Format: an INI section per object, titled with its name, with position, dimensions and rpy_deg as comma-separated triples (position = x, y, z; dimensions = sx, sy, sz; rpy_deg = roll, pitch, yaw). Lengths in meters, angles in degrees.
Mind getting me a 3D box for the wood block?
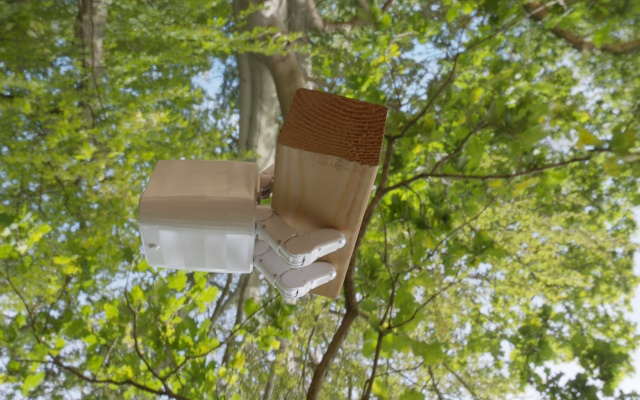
[wood block]
position = 0.000, 0.001, 0.496
dimensions = 0.090, 0.090, 0.206
rpy_deg = 13, -43, 1
